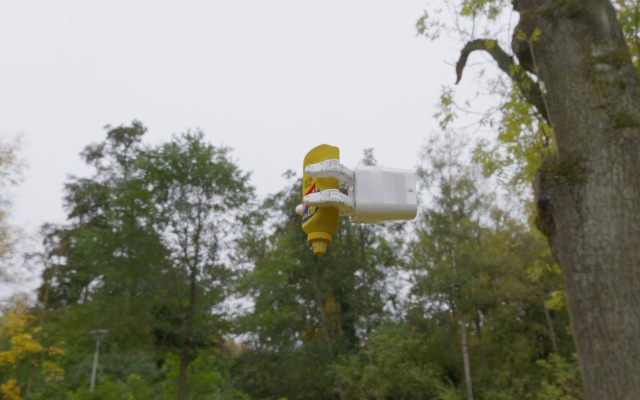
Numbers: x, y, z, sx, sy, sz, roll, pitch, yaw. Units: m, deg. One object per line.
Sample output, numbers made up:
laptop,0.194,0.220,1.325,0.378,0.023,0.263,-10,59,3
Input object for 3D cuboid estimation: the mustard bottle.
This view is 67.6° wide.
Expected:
mustard bottle,0.000,0.002,0.845,0.058,0.191,0.096,12,-26,-25
